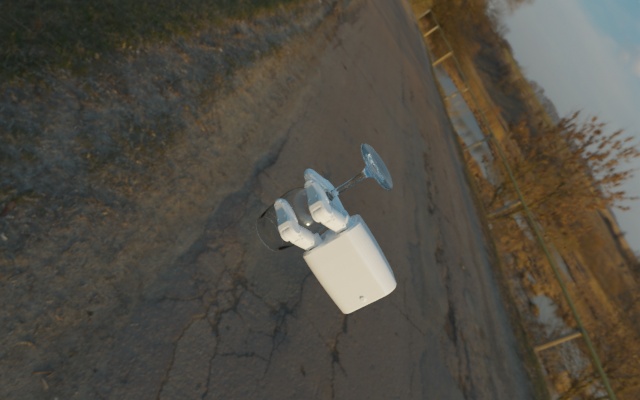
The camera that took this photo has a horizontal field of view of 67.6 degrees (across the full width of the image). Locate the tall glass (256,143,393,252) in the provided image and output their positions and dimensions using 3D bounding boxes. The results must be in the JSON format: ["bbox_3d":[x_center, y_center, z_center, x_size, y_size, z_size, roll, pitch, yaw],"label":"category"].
[{"bbox_3d":[0.001,0.002,0.687,0.201,0.079,0.079,-32,-14,23],"label":"tall glass"}]
